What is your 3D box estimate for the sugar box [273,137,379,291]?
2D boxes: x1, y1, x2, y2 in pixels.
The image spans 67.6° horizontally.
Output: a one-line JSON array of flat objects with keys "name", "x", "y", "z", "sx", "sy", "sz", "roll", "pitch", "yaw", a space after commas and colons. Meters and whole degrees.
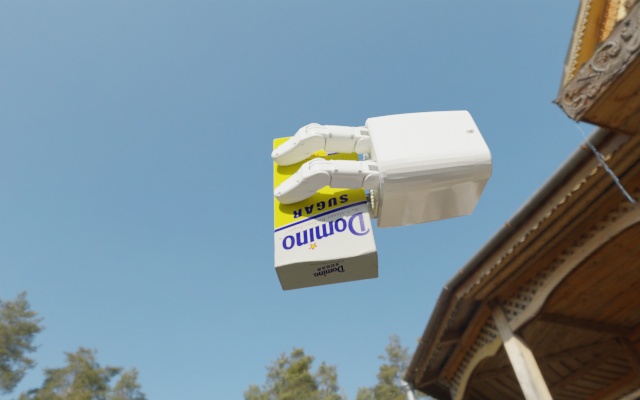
[{"name": "sugar box", "x": 0.000, "y": 0.001, "z": 0.485, "sx": 0.093, "sy": 0.048, "sz": 0.176, "roll": -9, "pitch": 44, "yaw": 2}]
